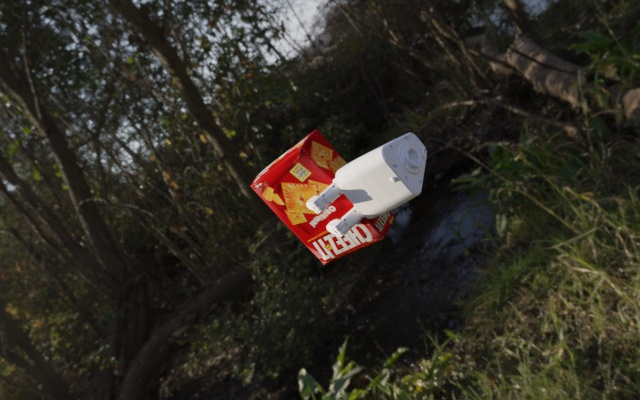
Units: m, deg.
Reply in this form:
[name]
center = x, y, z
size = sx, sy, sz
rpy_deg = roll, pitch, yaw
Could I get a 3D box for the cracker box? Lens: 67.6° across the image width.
[cracker box]
center = 0.000, 0.003, 0.859
size = 0.164, 0.214, 0.072
rpy_deg = -30, 17, 43
